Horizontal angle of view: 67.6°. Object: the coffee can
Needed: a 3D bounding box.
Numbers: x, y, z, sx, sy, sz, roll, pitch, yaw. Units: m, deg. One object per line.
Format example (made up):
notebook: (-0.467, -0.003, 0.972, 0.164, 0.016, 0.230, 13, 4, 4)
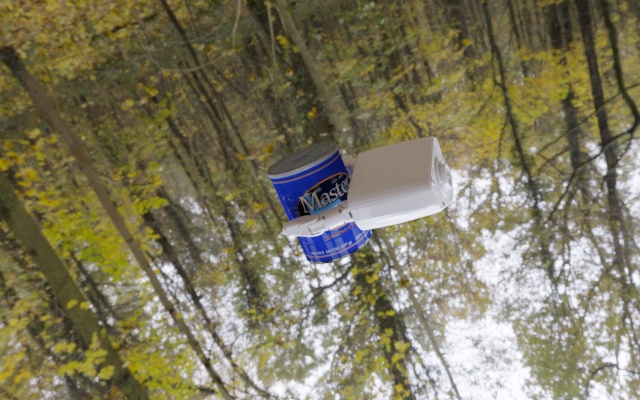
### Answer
coffee can: (0.000, 0.002, 0.665, 0.103, 0.140, 0.102, -21, 18, 7)
